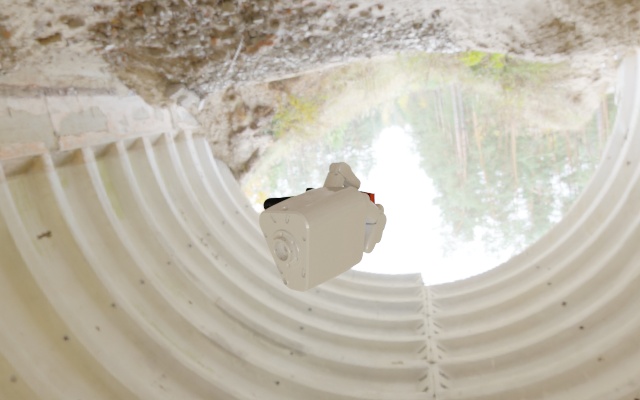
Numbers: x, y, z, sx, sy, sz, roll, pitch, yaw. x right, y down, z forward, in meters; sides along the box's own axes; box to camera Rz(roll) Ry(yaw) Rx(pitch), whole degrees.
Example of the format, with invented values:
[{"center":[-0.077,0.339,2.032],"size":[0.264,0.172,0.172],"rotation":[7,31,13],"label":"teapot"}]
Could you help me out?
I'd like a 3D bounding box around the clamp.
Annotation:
[{"center":[0.000,0.003,0.721],"size":[0.171,0.039,0.120],"rotation":[1,17,45],"label":"clamp"}]
